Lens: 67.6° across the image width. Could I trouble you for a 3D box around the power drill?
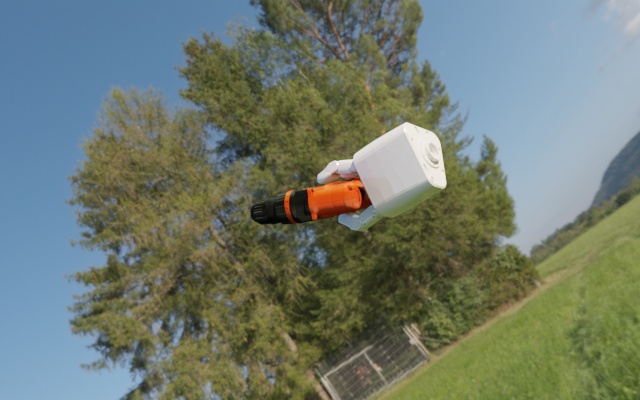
[{"bbox_3d":[0.001,0.002,0.794,0.184,0.057,0.187,-8,4,24],"label":"power drill"}]
